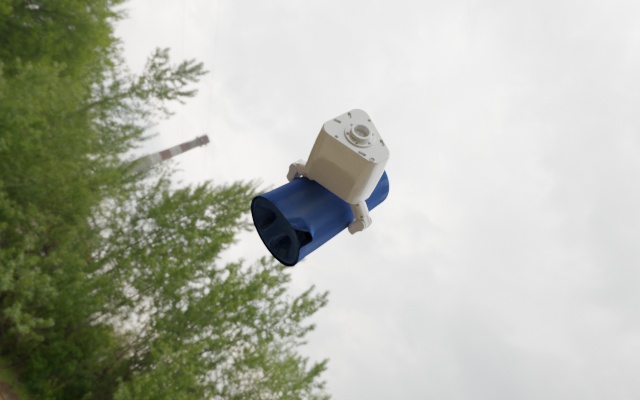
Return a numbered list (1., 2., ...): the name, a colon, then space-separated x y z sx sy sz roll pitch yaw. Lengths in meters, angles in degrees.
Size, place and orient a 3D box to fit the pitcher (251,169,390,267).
1. pitcher: 0.000 0.003 0.862 0.242 0.149 0.145 -29 -22 -31
